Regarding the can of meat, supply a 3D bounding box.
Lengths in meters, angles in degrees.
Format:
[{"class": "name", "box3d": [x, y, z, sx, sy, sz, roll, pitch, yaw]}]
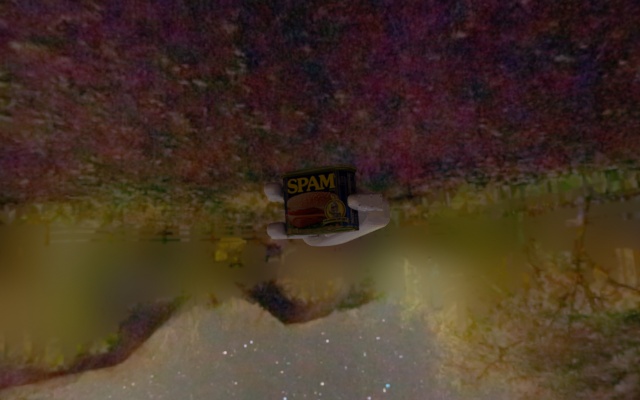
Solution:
[{"class": "can of meat", "box3d": [0.000, 0.002, 0.634, 0.102, 0.084, 0.057, -7, -7, 24]}]
